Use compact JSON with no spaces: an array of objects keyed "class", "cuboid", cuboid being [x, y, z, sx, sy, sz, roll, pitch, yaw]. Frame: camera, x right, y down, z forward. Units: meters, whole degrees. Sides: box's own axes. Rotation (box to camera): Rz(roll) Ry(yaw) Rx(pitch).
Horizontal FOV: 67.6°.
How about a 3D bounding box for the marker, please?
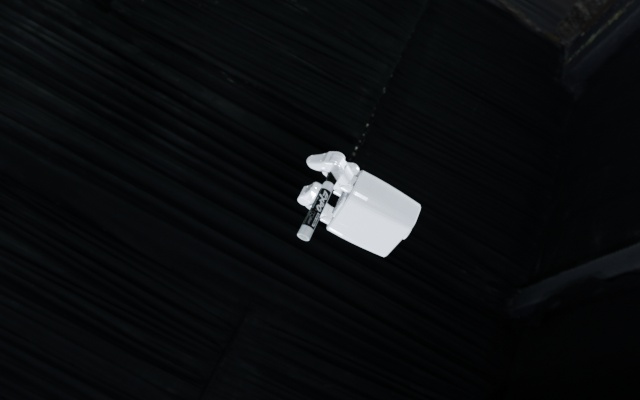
[{"class":"marker","cuboid":[0.000,0.002,0.682,0.020,0.121,0.020,21,-26,11]}]
